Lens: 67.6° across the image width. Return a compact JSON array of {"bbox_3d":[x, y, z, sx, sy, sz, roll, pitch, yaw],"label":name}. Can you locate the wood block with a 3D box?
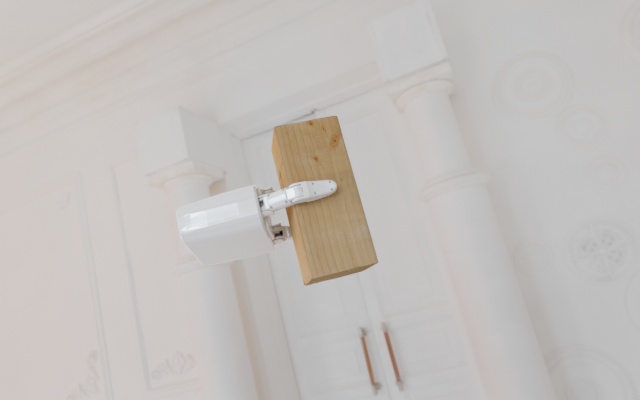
[{"bbox_3d":[0.000,0.002,0.654,0.090,0.206,0.091,-12,-13,-12],"label":"wood block"}]
